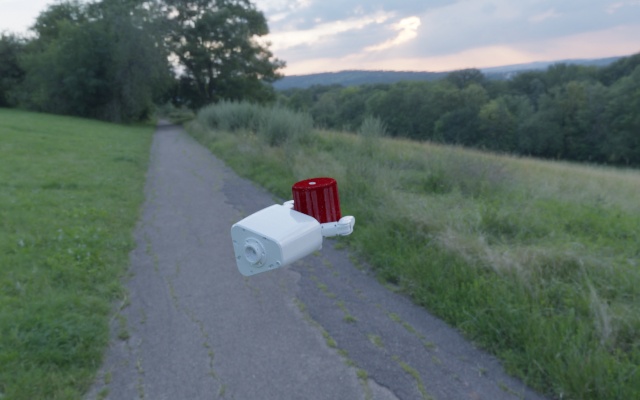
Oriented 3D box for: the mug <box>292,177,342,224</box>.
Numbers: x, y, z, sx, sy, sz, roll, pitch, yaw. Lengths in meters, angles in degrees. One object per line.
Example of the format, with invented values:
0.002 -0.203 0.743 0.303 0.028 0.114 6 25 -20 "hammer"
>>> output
0.001 0.002 0.869 0.093 0.081 0.117 1 17 33 "mug"
